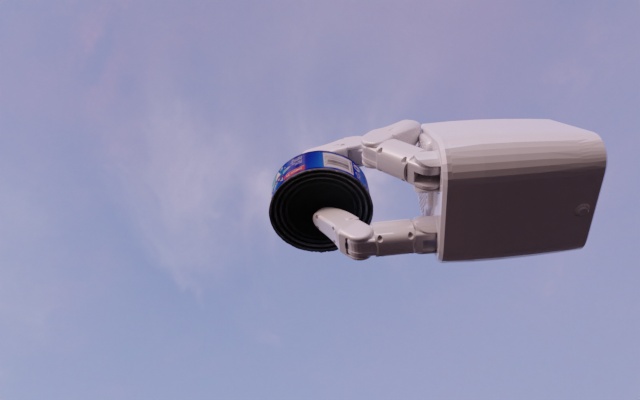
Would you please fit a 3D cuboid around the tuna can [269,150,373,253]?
[{"bbox_3d":[0.000,0.001,0.404,0.086,0.086,0.033,0,36,-3],"label":"tuna can"}]
